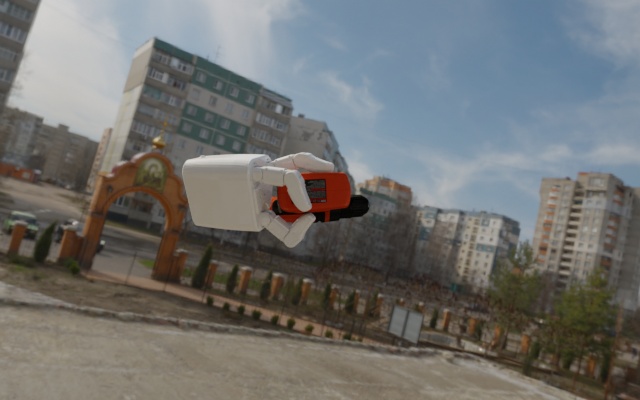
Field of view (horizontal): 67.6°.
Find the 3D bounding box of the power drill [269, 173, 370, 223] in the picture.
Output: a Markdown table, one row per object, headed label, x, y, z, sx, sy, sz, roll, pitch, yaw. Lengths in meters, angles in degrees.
| label | x | y | z | sx | sy | sz | roll | pitch | yaw |
| --- | --- | --- | --- | --- | --- | --- | --- | --- | --- |
| power drill | 0.000 | 0.002 | 0.771 | 0.184 | 0.057 | 0.188 | -5 | -11 | -5 |
